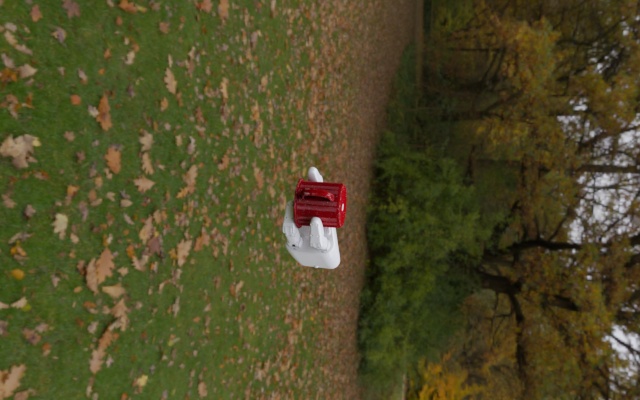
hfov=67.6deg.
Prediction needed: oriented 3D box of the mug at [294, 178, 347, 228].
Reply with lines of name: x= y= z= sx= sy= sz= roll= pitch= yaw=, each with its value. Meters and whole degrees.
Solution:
mug: x=0.000 y=0.002 z=0.853 sx=0.081 sy=0.093 sz=0.117 roll=4 pitch=-20 yaw=11
